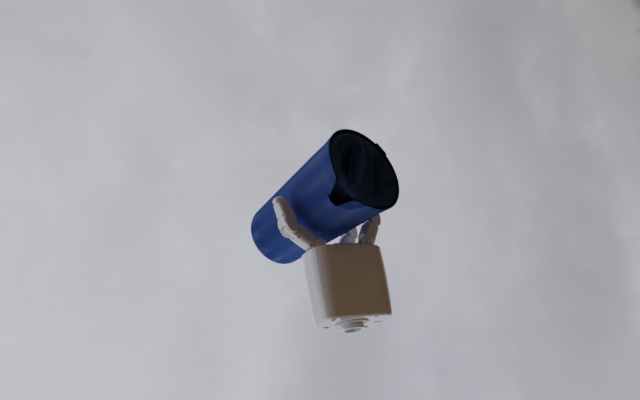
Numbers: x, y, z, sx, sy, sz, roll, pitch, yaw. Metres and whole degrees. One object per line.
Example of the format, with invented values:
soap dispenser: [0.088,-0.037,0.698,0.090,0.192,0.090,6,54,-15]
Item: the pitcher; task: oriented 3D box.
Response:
pitcher: [0.000,0.003,0.756,0.149,0.145,0.243,12,-35,-37]
